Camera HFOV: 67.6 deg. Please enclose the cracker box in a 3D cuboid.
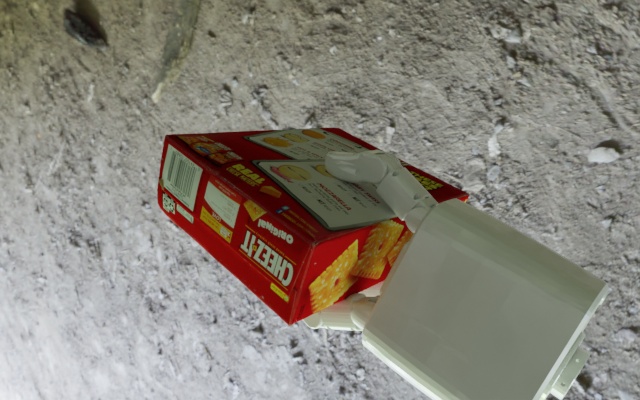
[{"bbox_3d":[0.000,0.001,0.404,0.164,0.072,0.213,33,28,32],"label":"cracker box"}]
